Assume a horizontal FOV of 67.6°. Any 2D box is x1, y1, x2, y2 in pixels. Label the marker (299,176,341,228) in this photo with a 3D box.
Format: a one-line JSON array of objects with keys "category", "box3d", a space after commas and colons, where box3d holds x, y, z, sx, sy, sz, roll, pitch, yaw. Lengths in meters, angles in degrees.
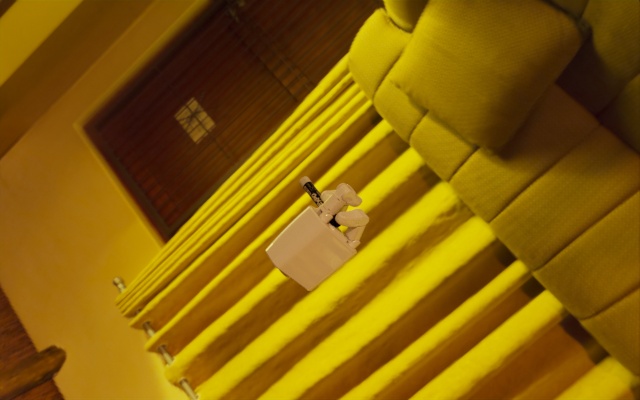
[{"category": "marker", "box3d": [0.000, 0.003, 0.796, 0.020, 0.020, 0.121, 0, 38, -39]}]
